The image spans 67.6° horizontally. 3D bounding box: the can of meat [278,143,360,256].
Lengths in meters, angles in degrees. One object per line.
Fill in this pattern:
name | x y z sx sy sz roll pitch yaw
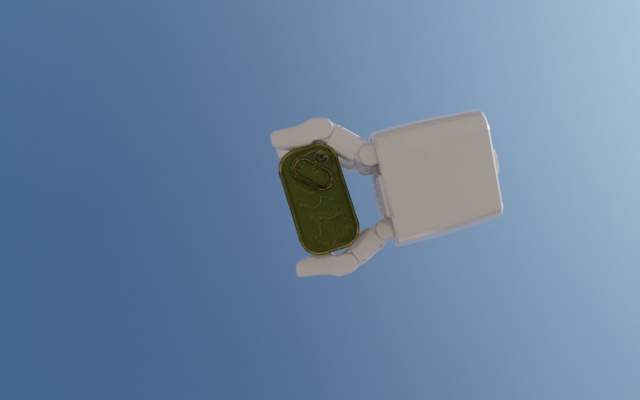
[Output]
can of meat | 0.000 0.002 0.480 0.057 0.102 0.084 -18 -5 1
